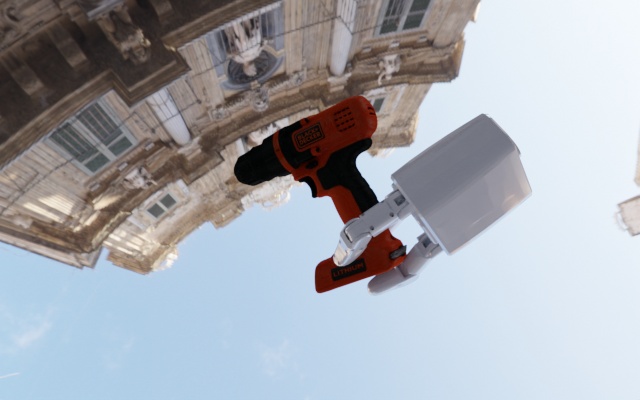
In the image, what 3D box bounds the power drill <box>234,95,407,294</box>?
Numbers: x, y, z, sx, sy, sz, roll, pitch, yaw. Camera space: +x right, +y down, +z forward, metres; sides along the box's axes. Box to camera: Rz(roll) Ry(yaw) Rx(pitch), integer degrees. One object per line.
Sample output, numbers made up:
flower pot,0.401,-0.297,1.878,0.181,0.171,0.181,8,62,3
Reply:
power drill,0.000,0.002,0.526,0.184,0.187,0.057,-23,-3,28
